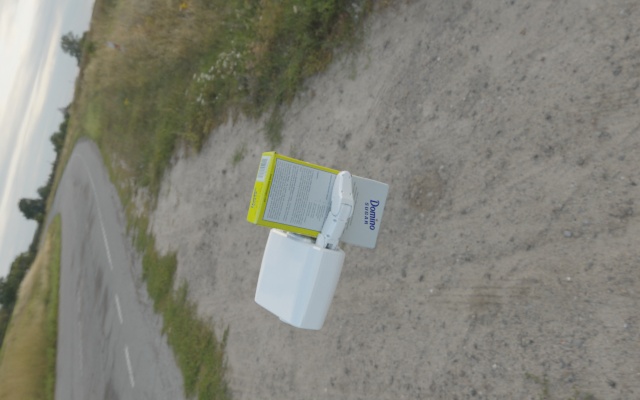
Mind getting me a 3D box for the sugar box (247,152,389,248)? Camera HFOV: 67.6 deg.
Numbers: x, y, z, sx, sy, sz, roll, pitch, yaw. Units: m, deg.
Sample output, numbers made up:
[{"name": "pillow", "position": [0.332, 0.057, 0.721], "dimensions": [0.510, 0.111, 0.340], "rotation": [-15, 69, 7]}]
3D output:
[{"name": "sugar box", "position": [0.000, 0.002, 0.633], "dimensions": [0.176, 0.093, 0.048], "rotation": [15, -1, -28]}]
